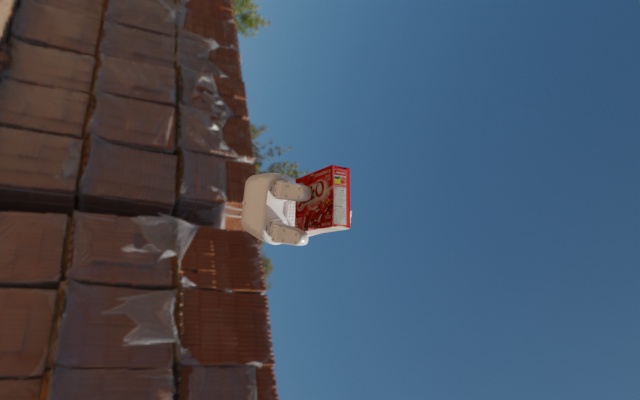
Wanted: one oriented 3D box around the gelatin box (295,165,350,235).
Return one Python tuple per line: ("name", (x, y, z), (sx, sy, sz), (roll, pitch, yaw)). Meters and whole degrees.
("gelatin box", (0.001, 0.002, 0.586), (0.030, 0.073, 0.089), (7, -12, -32))
